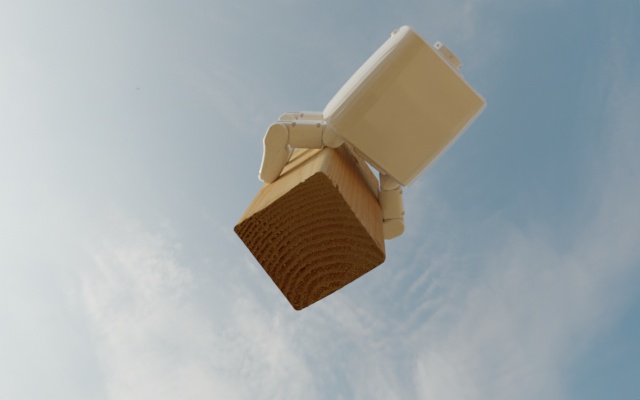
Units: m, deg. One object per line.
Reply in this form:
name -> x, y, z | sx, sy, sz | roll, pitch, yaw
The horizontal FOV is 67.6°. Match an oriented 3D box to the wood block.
wood block -> 0.001, 0.002, 0.465 | 0.090, 0.091, 0.206 | -33, 13, 15
